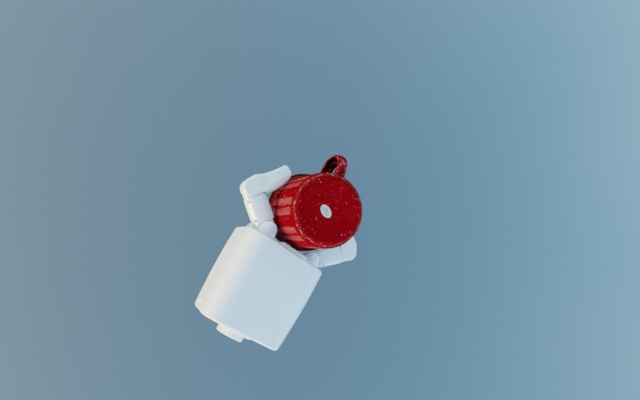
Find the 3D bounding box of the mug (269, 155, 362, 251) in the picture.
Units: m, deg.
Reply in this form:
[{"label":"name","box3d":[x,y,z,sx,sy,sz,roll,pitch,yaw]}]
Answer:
[{"label":"mug","box3d":[0.001,0.001,0.537,0.093,0.117,0.081,30,-13,-17]}]
